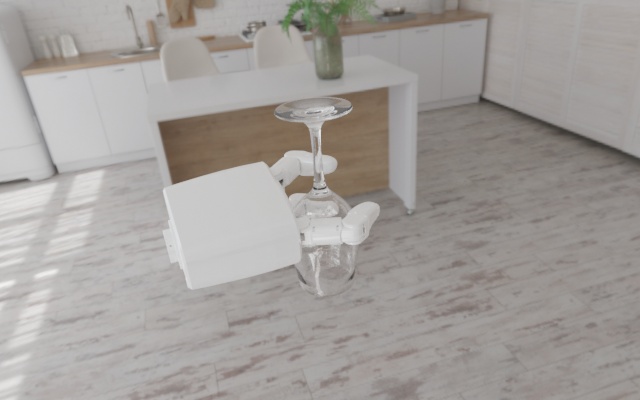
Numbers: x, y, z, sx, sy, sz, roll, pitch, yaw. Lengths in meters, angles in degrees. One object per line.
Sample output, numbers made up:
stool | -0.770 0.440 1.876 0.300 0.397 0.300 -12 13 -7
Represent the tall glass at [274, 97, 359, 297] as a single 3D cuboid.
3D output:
tall glass | 0.000 0.001 0.493 0.079 0.201 0.079 -4 27 2
